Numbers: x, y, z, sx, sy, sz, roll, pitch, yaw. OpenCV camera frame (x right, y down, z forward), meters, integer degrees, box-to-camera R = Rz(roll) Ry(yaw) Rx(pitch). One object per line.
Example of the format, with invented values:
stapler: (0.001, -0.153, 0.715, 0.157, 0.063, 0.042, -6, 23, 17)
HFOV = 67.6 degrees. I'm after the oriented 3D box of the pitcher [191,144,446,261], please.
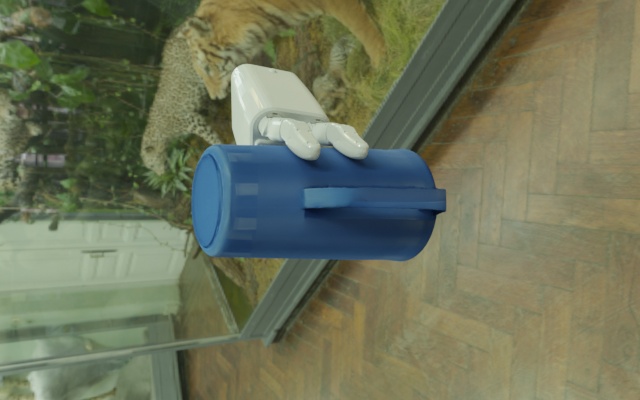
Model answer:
pitcher: (0.000, 0.002, 0.503, 0.243, 0.149, 0.145, 1, 43, -30)
